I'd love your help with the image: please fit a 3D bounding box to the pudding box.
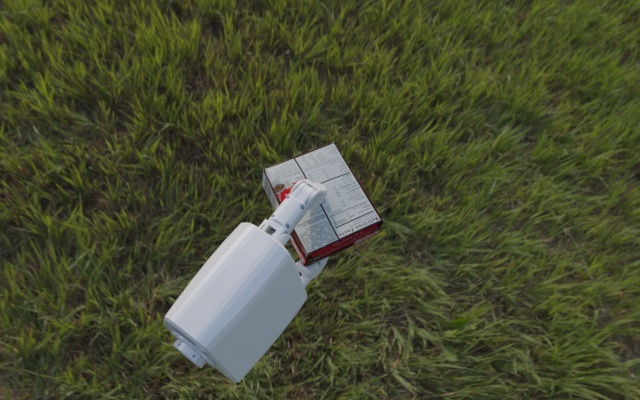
[{"bbox_3d":[0.000,0.002,0.507,0.090,0.113,0.039,-22,-23,-16],"label":"pudding box"}]
